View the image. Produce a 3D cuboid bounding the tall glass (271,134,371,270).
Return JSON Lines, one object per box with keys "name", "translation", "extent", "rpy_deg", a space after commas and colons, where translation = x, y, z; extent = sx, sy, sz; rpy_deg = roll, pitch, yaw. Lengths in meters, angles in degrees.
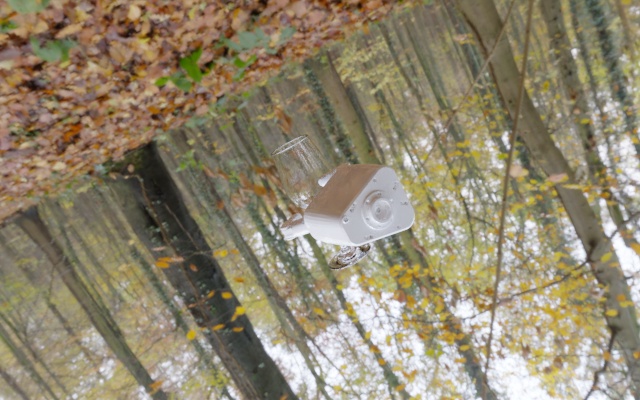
{"name": "tall glass", "translation": [0.000, 0.003, 0.724], "extent": [0.079, 0.201, 0.079], "rpy_deg": [-27, 14, 7]}
